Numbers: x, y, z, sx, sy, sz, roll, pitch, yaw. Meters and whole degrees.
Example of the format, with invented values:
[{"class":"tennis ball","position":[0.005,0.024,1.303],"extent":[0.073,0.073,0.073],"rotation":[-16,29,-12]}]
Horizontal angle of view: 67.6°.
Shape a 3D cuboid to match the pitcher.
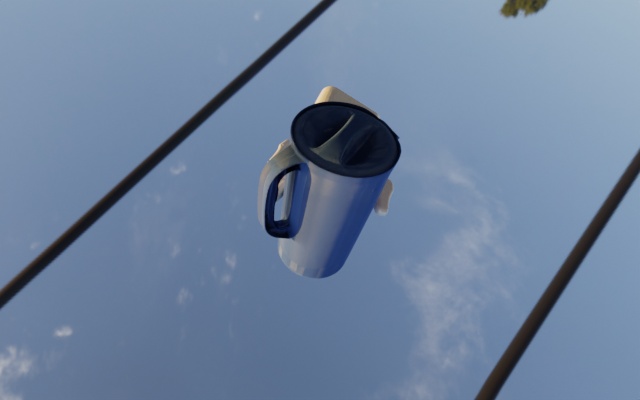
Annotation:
[{"class":"pitcher","position":[0.000,0.002,0.639],"extent":[0.149,0.145,0.243],"rotation":[16,-43,0]}]
